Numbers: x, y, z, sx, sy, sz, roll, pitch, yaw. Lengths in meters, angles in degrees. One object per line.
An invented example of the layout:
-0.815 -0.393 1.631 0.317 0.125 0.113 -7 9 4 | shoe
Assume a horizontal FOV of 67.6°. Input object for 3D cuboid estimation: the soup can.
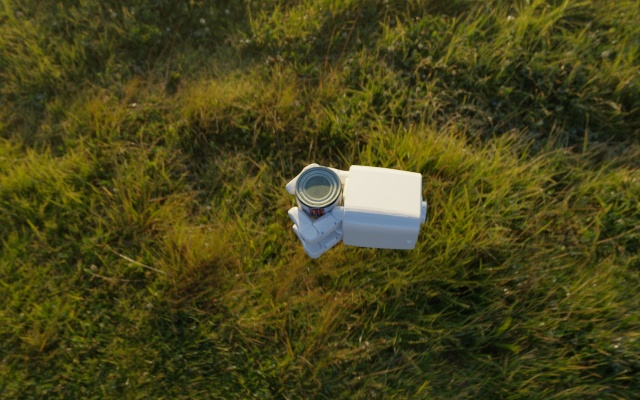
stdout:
0.000 0.002 0.704 0.068 0.068 0.102 0 -25 4 | soup can
